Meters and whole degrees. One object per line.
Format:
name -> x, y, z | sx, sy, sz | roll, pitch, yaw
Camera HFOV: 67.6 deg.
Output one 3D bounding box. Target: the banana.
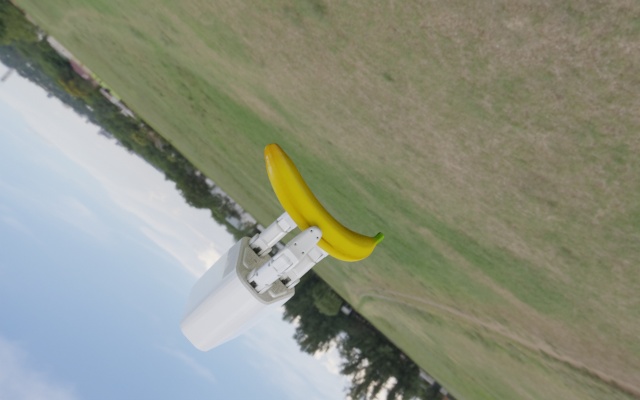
banana -> 0.000, 0.017, 0.560 | 0.037, 0.069, 0.198 | -30, -58, 34
